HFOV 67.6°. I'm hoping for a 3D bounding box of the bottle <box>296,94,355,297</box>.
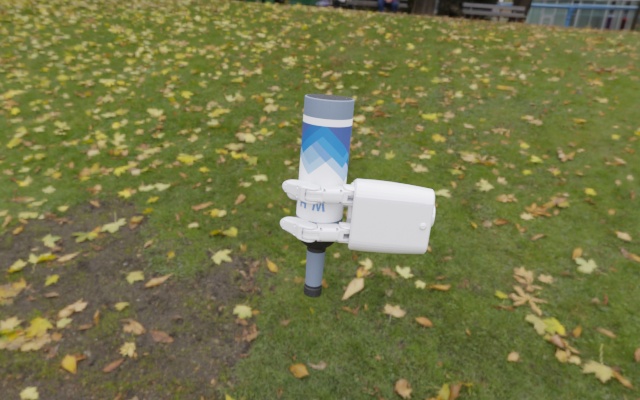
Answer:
[{"bbox_3d":[0.000,0.002,0.680,0.069,0.296,0.069,5,19,-2],"label":"bottle"}]
